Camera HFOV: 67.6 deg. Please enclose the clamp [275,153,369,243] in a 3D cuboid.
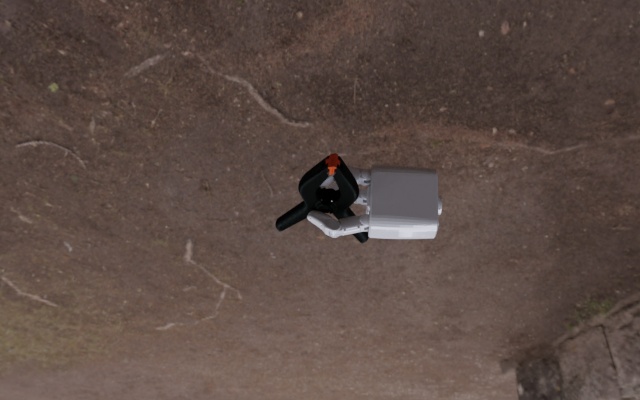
[{"bbox_3d":[0.000,0.003,0.771,0.164,0.036,0.210,3,-36,5],"label":"clamp"}]
